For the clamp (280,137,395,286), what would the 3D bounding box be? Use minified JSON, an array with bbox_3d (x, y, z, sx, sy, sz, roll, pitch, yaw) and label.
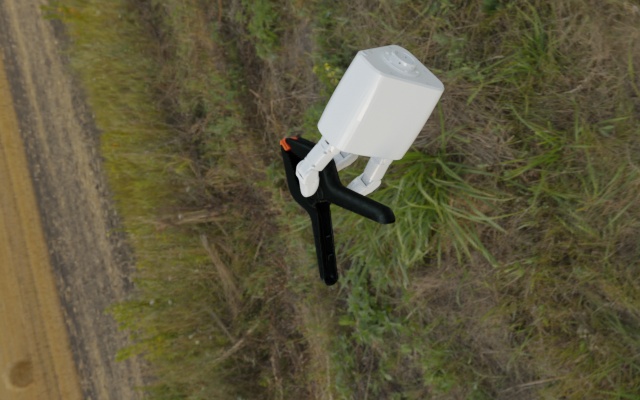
[{"bbox_3d":[-0.001,0.002,0.649,0.036,0.210,0.165,-10,-37,-40],"label":"clamp"}]
